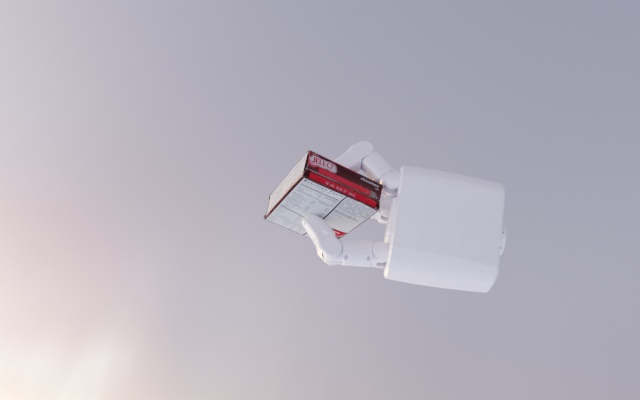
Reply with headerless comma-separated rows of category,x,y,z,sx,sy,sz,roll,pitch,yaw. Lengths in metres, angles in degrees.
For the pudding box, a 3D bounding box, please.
pudding box,0.000,0.002,0.519,0.090,0.039,0.113,25,-36,-17
